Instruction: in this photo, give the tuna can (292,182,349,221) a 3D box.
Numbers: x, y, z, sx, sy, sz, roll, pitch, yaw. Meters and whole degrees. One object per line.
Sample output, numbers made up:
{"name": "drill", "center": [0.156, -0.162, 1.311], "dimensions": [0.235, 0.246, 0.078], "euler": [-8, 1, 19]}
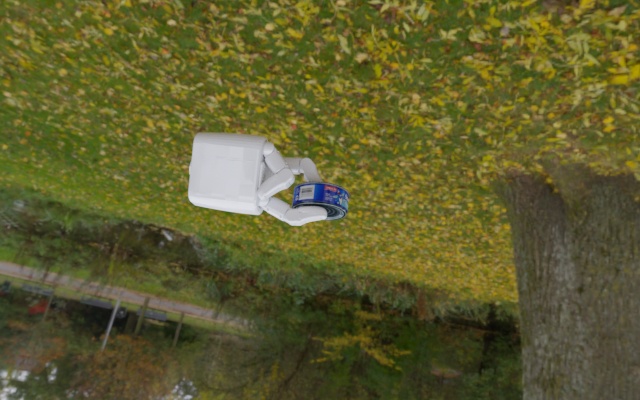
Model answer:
{"name": "tuna can", "center": [0.000, 0.003, 0.727], "dimensions": [0.086, 0.033, 0.086], "euler": [5, -20, 2]}
